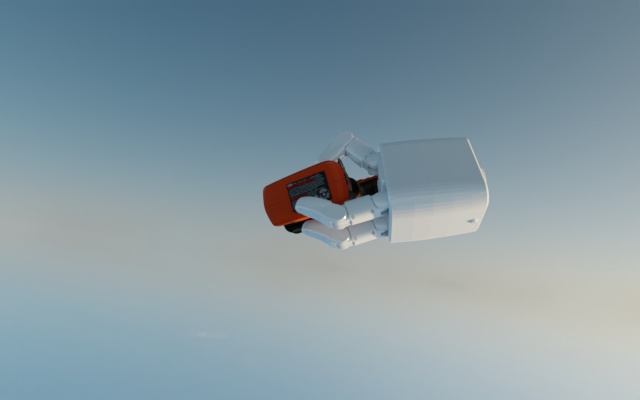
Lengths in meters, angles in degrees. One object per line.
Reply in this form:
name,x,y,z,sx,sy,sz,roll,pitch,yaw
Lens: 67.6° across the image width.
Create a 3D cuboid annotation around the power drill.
power drill,0.000,0.002,0.637,0.184,0.057,0.187,-22,-10,19
